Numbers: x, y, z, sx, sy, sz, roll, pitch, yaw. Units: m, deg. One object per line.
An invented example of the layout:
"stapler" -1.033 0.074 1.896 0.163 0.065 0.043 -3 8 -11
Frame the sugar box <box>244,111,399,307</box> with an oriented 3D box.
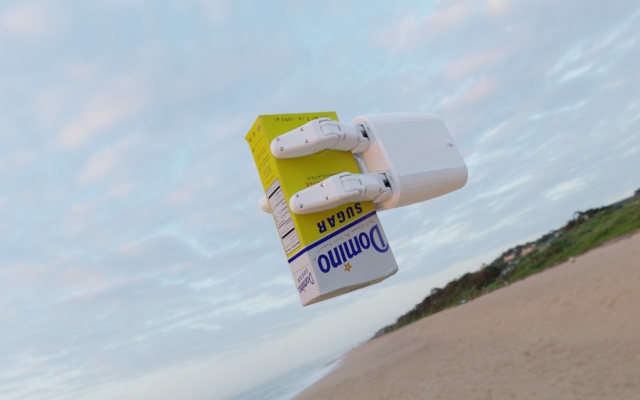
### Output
"sugar box" 0.000 0.001 0.453 0.093 0.176 0.048 -11 -20 -33
